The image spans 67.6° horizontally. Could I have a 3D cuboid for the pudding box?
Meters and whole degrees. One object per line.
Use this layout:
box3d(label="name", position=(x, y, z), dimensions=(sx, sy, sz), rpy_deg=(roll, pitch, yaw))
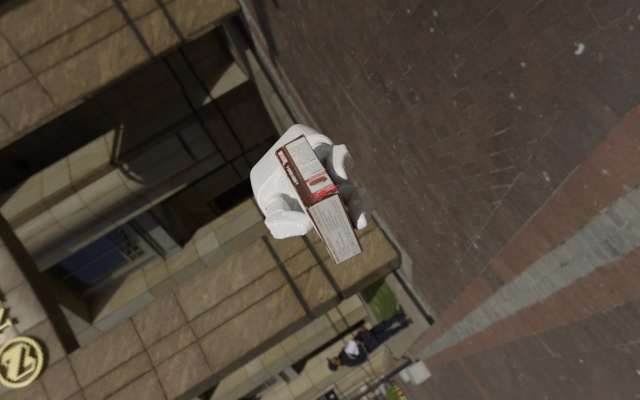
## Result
box3d(label="pudding box", position=(0.000, 0.002, 0.493), dimensions=(0.039, 0.090, 0.114), rpy_deg=(-30, -39, -1))
